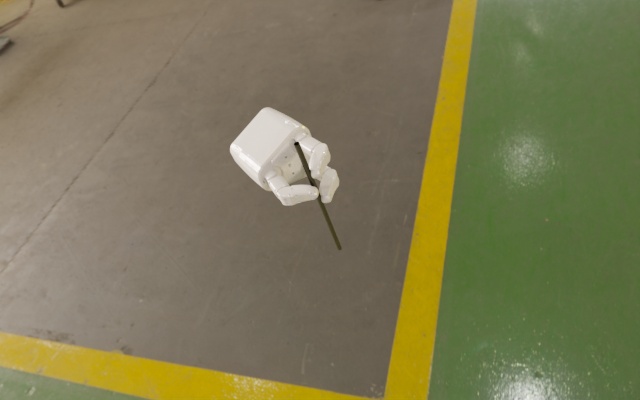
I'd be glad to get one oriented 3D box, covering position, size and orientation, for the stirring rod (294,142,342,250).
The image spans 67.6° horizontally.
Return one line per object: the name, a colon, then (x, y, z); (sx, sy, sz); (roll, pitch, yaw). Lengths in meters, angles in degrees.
stirring rod: (0.000, 0.002, 0.731); (0.011, 0.011, 0.240); (0, -41, 21)
